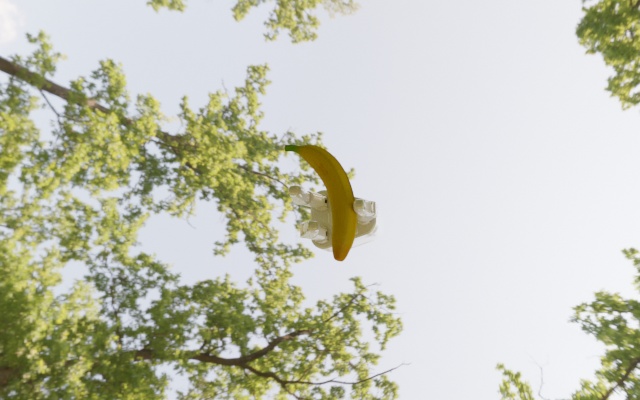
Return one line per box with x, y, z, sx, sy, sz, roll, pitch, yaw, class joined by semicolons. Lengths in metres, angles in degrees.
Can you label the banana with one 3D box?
0.015;-0.009;0.712;0.069;0.197;0.037;-27;-17;5;banana
